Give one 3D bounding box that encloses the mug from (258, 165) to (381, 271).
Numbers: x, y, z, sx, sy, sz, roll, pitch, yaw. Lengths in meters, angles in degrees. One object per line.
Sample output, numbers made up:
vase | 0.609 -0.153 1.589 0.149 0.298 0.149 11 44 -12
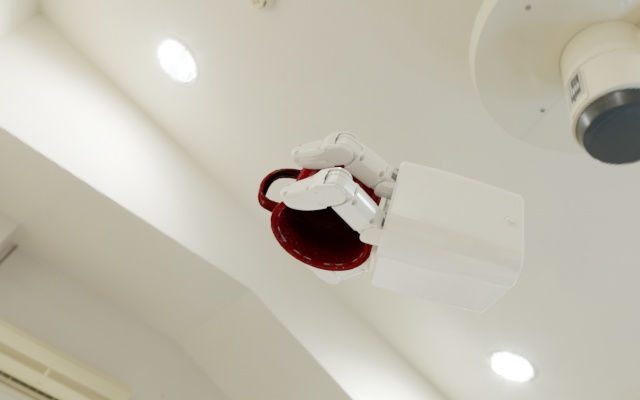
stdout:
mug | -0.001 0.001 0.444 0.117 0.093 0.081 16 46 8
